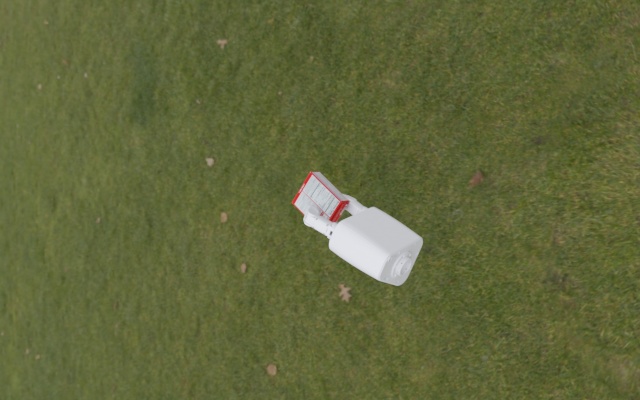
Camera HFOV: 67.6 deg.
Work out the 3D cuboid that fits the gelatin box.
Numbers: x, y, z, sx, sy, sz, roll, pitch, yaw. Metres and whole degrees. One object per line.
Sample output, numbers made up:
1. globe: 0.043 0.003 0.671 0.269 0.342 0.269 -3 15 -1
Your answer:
1. gelatin box: 0.000 0.003 0.854 0.089 0.073 0.030 44 27 25
